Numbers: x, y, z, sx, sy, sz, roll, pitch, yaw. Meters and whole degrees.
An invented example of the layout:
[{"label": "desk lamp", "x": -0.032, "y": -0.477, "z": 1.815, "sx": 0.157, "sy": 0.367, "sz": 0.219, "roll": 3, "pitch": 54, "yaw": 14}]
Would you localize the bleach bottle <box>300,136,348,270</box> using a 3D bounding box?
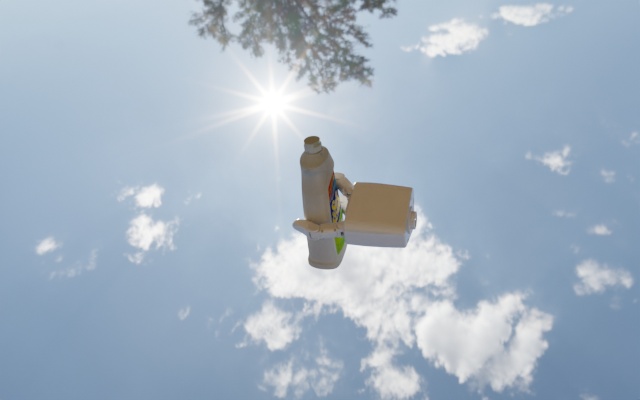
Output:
[{"label": "bleach bottle", "x": 0.000, "y": 0.003, "z": 0.871, "sx": 0.068, "sy": 0.251, "sz": 0.102, "roll": 4, "pitch": 38, "yaw": 18}]
